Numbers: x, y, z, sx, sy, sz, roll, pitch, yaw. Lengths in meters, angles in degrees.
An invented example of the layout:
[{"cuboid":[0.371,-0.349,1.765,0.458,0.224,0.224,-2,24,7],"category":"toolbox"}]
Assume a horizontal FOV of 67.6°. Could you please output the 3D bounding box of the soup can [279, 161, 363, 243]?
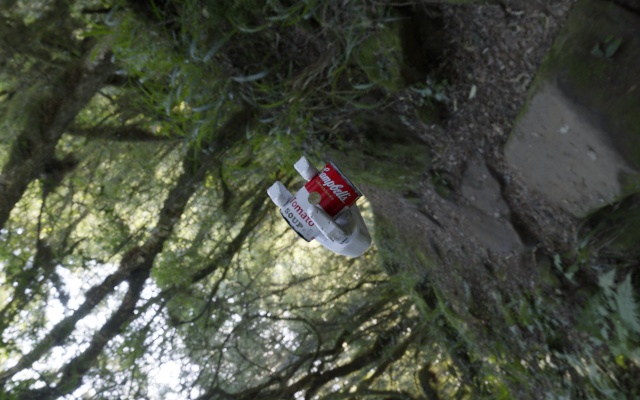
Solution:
[{"cuboid":[0.000,0.002,0.677,0.102,0.068,0.068,-42,-5,5],"category":"soup can"}]
